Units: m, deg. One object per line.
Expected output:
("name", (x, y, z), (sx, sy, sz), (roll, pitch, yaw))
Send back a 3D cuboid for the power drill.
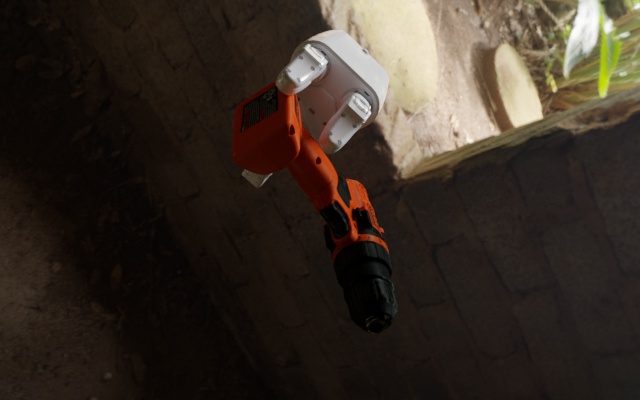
("power drill", (0.000, 0.001, 0.411), (0.057, 0.188, 0.184), (-28, 35, 12))
